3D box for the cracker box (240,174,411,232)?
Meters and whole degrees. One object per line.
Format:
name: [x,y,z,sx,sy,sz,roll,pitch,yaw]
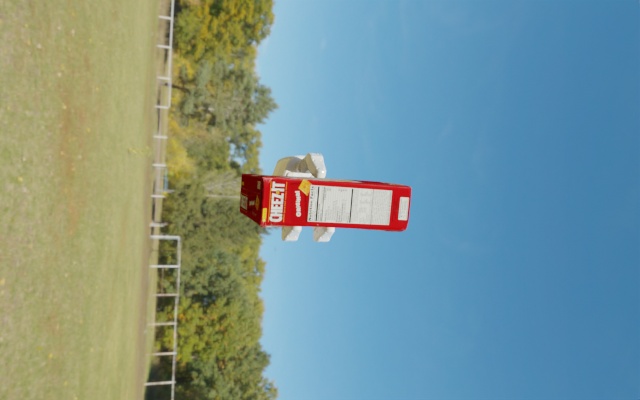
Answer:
cracker box: [0.000,0.002,0.705,0.214,0.072,0.164,3,3,-19]
